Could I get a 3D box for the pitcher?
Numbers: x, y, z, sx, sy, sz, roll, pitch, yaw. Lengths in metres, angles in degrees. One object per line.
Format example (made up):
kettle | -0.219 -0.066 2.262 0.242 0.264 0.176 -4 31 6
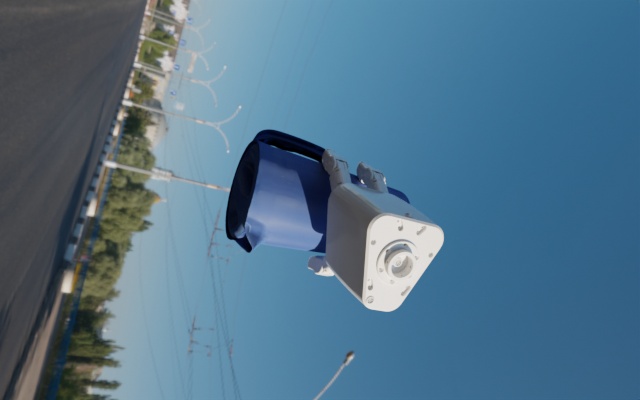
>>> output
pitcher | 0.000 0.002 0.663 0.243 0.149 0.145 14 10 -23
